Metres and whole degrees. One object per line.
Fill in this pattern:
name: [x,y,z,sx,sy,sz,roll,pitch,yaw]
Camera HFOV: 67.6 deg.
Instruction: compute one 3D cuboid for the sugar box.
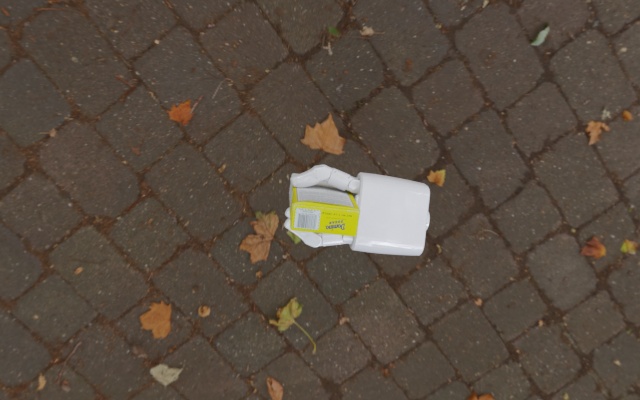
sugar box: [0.000,0.003,0.721,0.093,0.048,0.176,7,13,-5]
